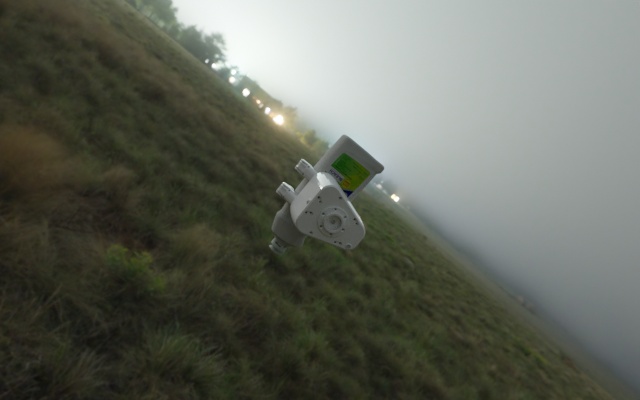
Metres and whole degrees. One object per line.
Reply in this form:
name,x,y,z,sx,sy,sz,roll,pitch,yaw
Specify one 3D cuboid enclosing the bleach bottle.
bleach bottle,0.000,0.003,0.888,0.102,0.251,0.068,38,6,-12
